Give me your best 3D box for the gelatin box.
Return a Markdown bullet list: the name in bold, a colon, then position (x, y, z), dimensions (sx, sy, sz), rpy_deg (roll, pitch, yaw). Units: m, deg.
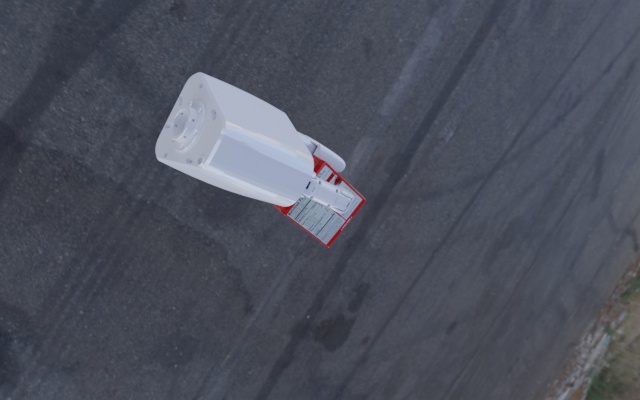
- **gelatin box**: position (0.001, 0.002, 0.545), dimensions (0.089, 0.073, 0.030), rpy_deg (40, -2, -41)
